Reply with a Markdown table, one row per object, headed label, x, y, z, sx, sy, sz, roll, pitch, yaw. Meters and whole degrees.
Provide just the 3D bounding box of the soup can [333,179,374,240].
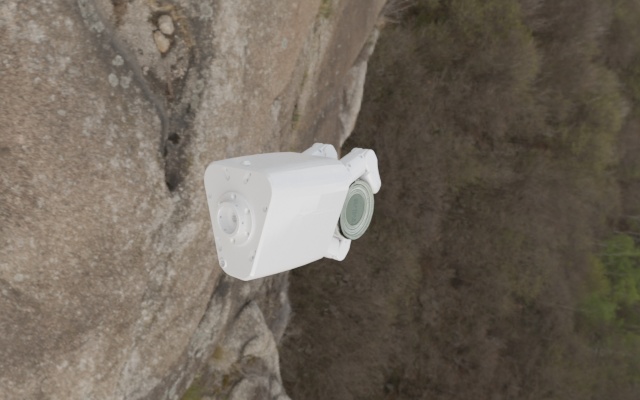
| label | x | y | z | sx | sy | sz | roll | pitch | yaw |
| --- | --- | --- | --- | --- | --- | --- | --- | --- | --- |
| soup can | 0.001 | 0.002 | 0.540 | 0.102 | 0.068 | 0.068 | 12 | 7 | 36 |
